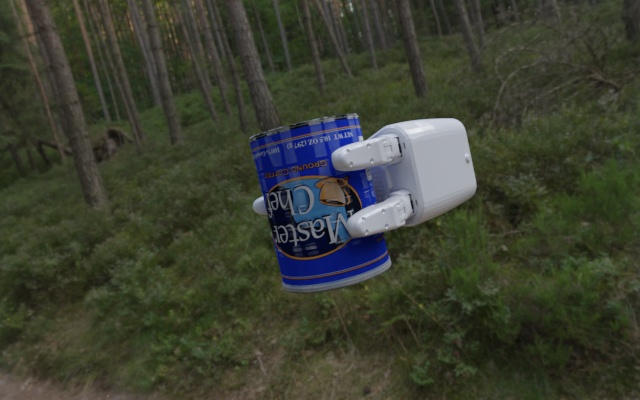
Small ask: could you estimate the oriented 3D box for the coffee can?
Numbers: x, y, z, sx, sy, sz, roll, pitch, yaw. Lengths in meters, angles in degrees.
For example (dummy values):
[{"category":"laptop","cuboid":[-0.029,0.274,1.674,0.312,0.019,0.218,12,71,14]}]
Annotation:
[{"category":"coffee can","cuboid":[0.000,0.002,0.439,0.103,0.140,0.103,-13,4,1]}]
